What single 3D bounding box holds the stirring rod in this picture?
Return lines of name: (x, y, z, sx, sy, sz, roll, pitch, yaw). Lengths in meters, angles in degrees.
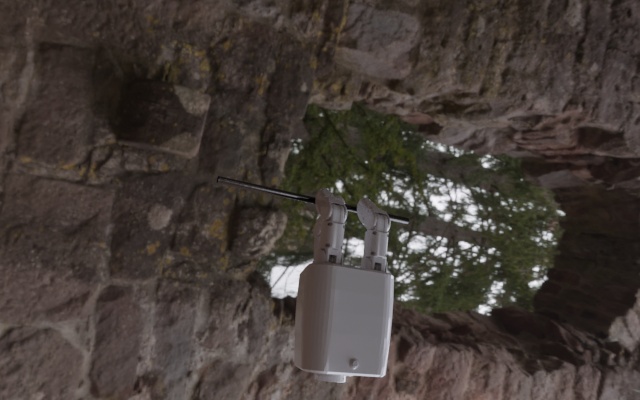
stirring rod: (0.000, 0.002, 0.549, 0.239, 0.011, 0.011, 12, -5, -23)
